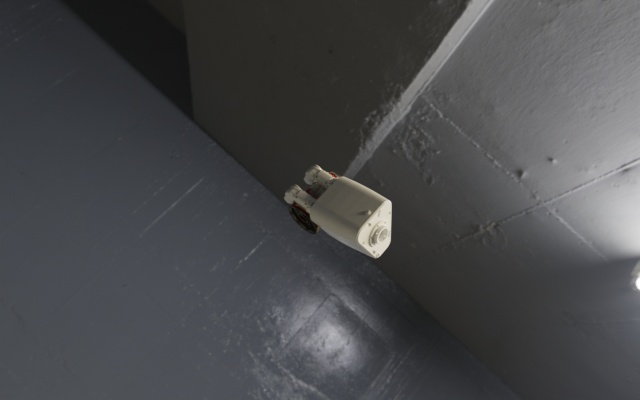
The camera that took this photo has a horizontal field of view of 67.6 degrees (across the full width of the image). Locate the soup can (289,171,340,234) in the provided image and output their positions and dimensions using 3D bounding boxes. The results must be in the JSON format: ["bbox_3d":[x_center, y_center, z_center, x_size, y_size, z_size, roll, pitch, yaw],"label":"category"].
[{"bbox_3d":[0.000,0.003,0.878,0.102,0.068,0.068,-46,20,-20],"label":"soup can"}]
